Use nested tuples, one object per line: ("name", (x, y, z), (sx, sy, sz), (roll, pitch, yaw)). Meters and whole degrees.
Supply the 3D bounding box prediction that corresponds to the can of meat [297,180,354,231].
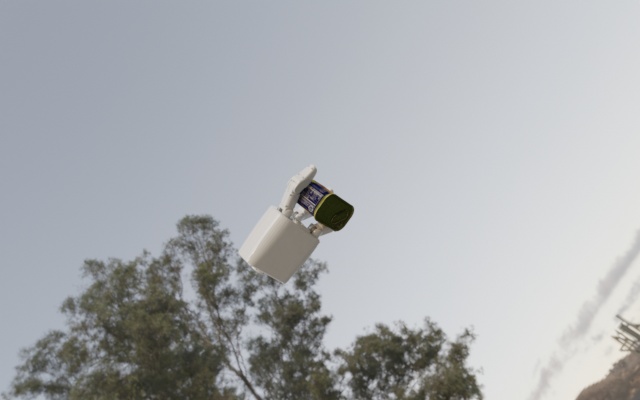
("can of meat", (0.000, 0.003, 0.869), (0.084, 0.057, 0.102), (37, 4, 36))
